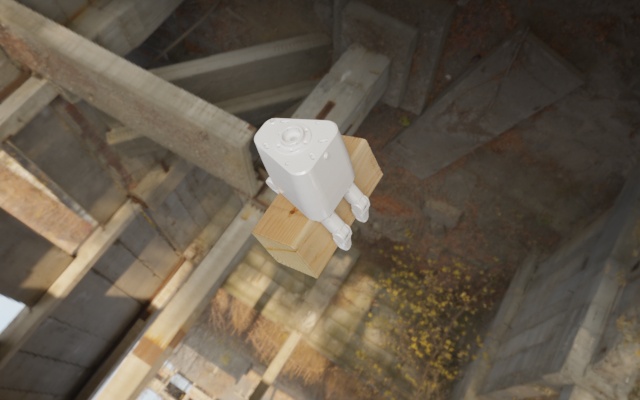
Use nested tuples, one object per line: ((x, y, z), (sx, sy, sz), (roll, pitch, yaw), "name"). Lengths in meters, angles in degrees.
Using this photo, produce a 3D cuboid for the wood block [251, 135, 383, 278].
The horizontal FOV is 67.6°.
((0.000, 0.002, 0.745), (0.091, 0.206, 0.090), (16, -28, 39), "wood block")
